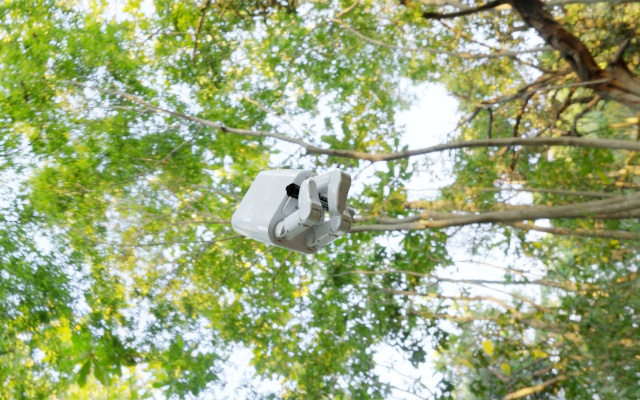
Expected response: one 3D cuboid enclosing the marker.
[{"bbox_3d":[0.000,0.002,0.651,0.121,0.020,0.020,23,-15,-40],"label":"marker"}]
